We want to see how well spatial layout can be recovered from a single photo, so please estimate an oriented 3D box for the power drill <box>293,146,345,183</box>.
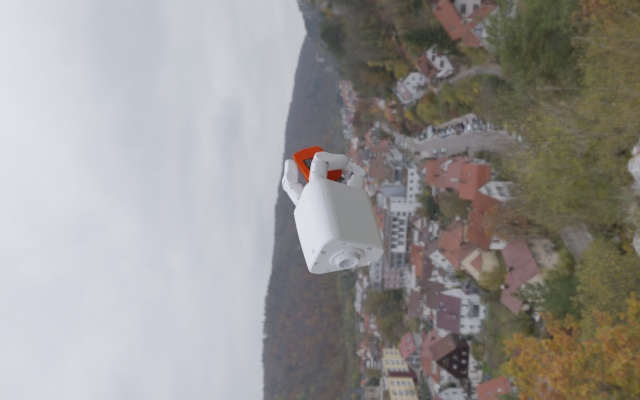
[{"bbox_3d":[0.000,0.003,0.840,0.057,0.188,0.184,-22,38,-14],"label":"power drill"}]
